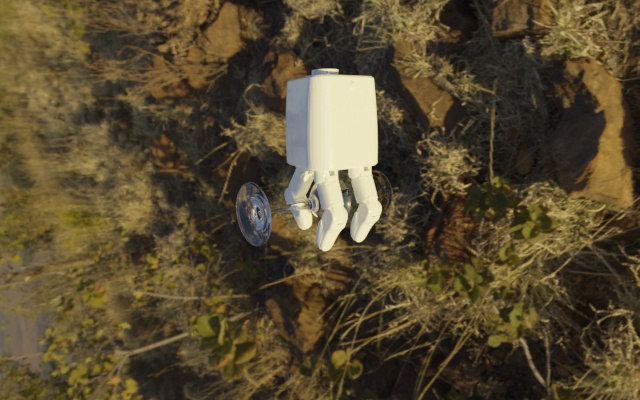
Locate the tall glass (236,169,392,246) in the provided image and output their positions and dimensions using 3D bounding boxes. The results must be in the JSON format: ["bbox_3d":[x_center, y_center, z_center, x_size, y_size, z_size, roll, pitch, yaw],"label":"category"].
[{"bbox_3d":[0.000,0.002,0.604,0.201,0.079,0.079,-10,6,-38],"label":"tall glass"}]
